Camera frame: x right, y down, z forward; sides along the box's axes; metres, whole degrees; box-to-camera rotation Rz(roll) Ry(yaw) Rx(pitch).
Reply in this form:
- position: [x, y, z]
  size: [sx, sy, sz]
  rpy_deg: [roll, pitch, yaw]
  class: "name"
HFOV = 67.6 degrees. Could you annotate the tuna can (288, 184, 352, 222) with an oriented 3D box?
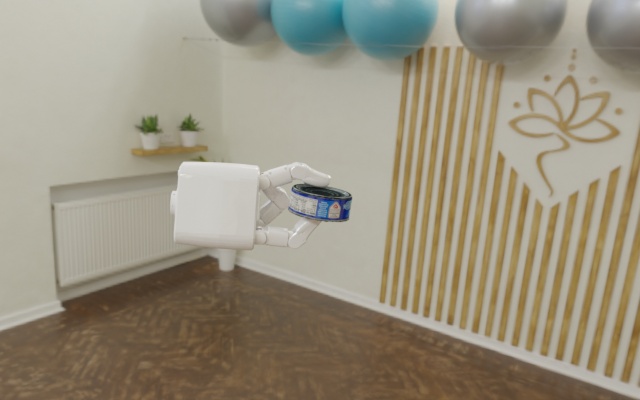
- position: [0.000, 0.002, 0.654]
  size: [0.086, 0.034, 0.086]
  rpy_deg: [9, 11, -2]
  class: "tuna can"
